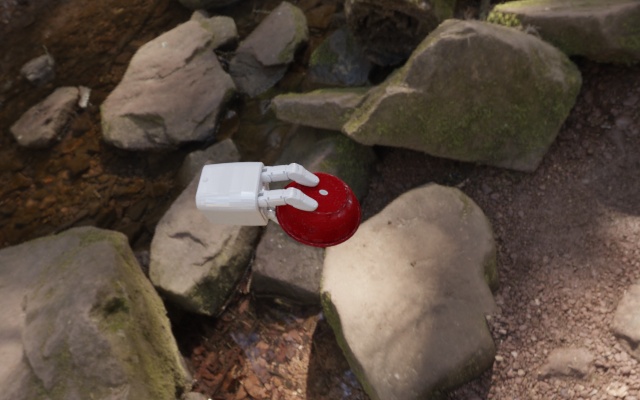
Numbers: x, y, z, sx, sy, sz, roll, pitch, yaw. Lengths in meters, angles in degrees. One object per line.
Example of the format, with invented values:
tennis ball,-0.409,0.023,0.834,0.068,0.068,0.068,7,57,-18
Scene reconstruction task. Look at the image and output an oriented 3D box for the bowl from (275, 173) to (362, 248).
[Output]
bowl,0.001,0.002,0.862,0.162,0.162,0.055,0,-37,-10
